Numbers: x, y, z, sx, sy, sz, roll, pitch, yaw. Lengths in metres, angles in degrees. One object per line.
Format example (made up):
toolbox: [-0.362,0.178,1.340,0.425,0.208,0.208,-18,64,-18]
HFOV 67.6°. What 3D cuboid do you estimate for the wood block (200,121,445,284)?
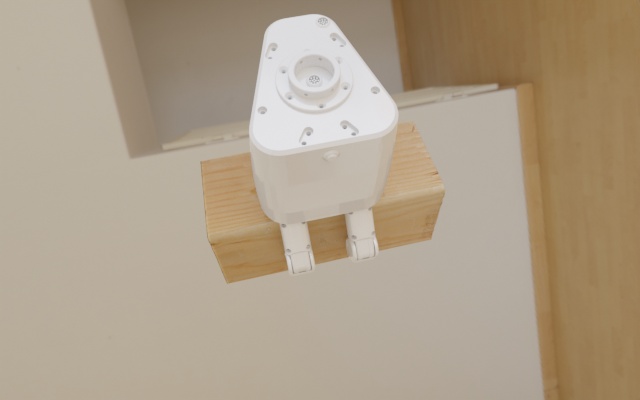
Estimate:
wood block: [0.000,0.001,0.461,0.206,0.090,0.090,-11,-35,-5]
